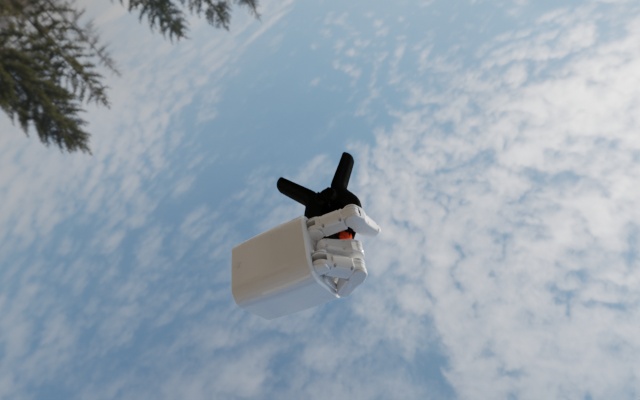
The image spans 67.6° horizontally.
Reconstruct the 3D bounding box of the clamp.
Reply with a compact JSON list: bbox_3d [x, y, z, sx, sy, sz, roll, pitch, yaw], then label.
[{"bbox_3d":[0.000,0.003,0.663,0.120,0.039,0.171,-20,39,9],"label":"clamp"}]
